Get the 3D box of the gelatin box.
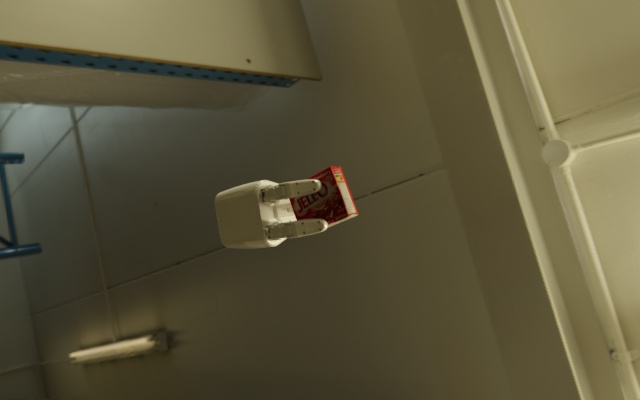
[{"bbox_3d":[0.001,0.002,0.671,0.089,0.073,0.030,-25,-10,34],"label":"gelatin box"}]
